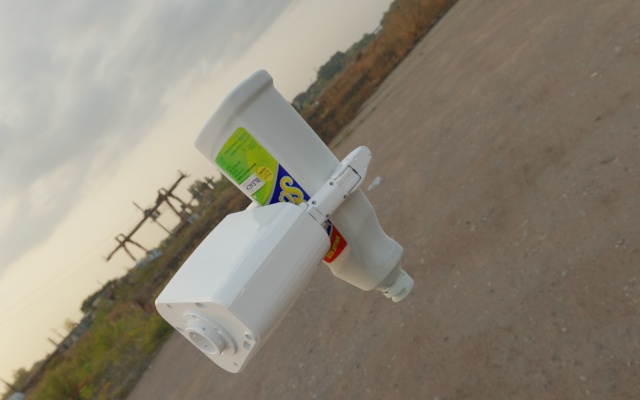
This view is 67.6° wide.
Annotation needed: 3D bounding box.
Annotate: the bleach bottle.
[{"bbox_3d":[0.000,0.001,0.457,0.102,0.251,0.068,-36,13,48],"label":"bleach bottle"}]
